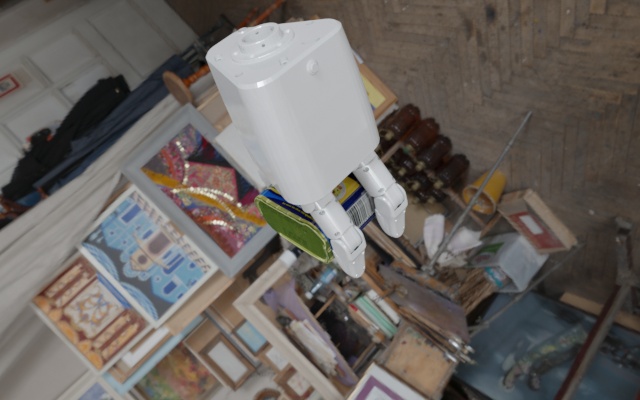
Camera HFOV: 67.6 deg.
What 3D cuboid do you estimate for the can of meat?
[{"bbox_3d":[0.000,0.002,0.455,0.102,0.057,0.084,27,60,39],"label":"can of meat"}]
